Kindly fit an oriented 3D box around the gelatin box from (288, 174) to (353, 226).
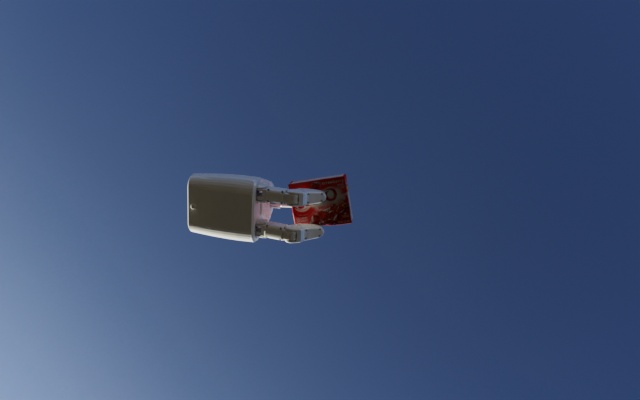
[{"bbox_3d":[0.001,0.002,0.725,0.089,0.073,0.030,-8,10,8],"label":"gelatin box"}]
